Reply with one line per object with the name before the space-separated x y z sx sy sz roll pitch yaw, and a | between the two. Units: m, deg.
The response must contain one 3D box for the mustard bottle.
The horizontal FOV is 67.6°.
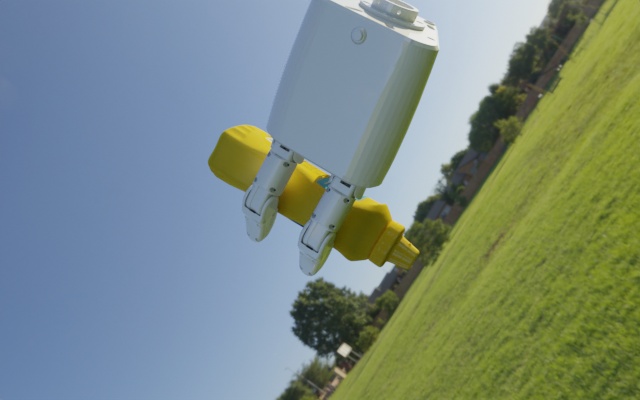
mustard bottle | 0.000 0.002 0.423 0.191 0.058 0.096 31 7 15
